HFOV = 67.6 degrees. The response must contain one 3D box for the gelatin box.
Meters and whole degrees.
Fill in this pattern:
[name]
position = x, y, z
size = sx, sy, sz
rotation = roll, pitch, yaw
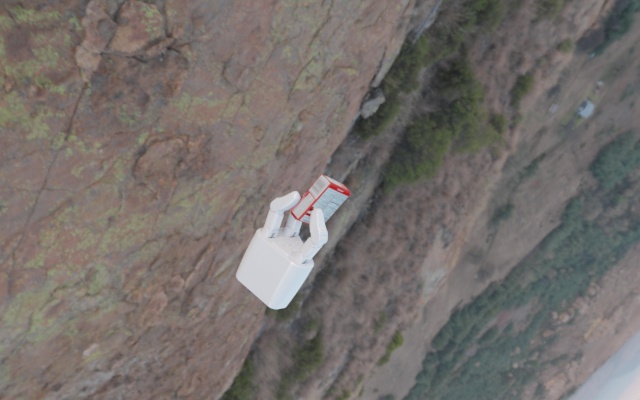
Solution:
[gelatin box]
position = 0.001, 0.003, 0.830
size = 0.030, 0.089, 0.073
rotation = 50, 16, 32
